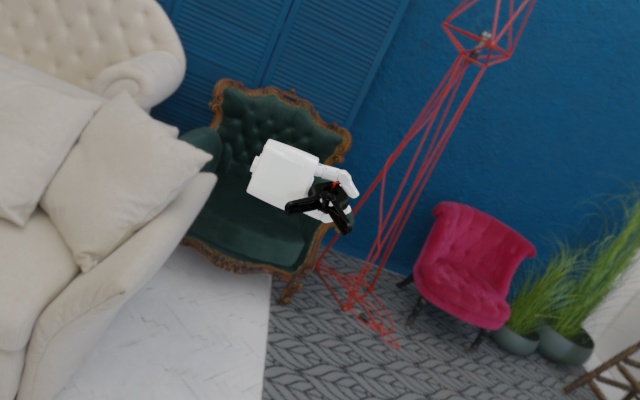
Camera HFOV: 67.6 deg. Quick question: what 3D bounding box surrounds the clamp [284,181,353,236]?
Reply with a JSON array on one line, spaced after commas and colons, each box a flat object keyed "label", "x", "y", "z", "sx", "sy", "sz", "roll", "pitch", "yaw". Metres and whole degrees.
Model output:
[{"label": "clamp", "x": 0.000, "y": 0.002, "z": 0.870, "sx": 0.120, "sy": 0.039, "sz": 0.171, "roll": 21, "pitch": 22, "yaw": -6}]
